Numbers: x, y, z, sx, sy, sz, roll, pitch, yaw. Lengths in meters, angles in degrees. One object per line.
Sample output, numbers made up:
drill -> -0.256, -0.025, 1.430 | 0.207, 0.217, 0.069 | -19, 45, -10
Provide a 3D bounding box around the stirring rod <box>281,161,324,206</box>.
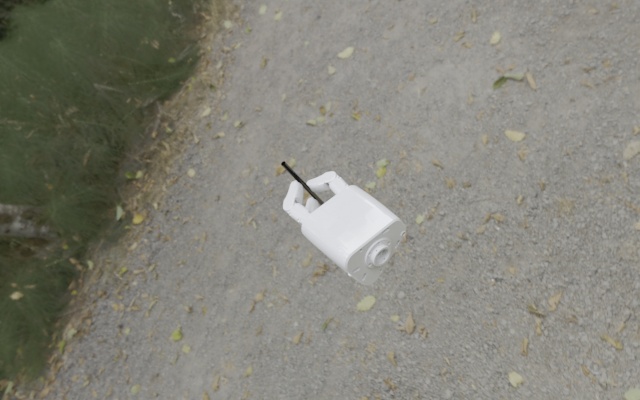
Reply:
stirring rod -> 0.000, 0.003, 0.818 | 0.011, 0.011, 0.240 | 0, -30, 33
